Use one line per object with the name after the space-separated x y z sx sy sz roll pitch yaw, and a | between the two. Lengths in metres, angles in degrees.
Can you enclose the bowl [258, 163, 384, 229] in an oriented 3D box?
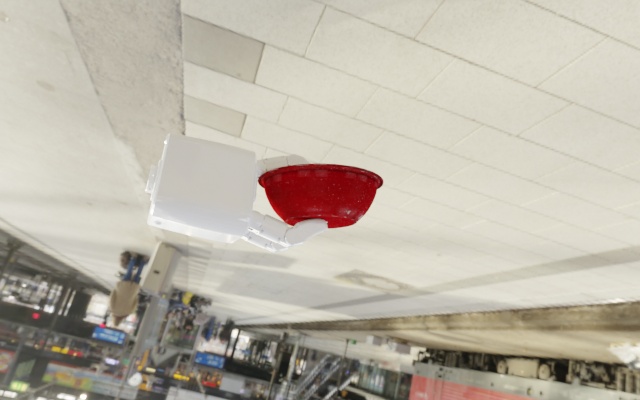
0.001 0.002 0.611 0.162 0.055 0.162 0 -13 0 | bowl
